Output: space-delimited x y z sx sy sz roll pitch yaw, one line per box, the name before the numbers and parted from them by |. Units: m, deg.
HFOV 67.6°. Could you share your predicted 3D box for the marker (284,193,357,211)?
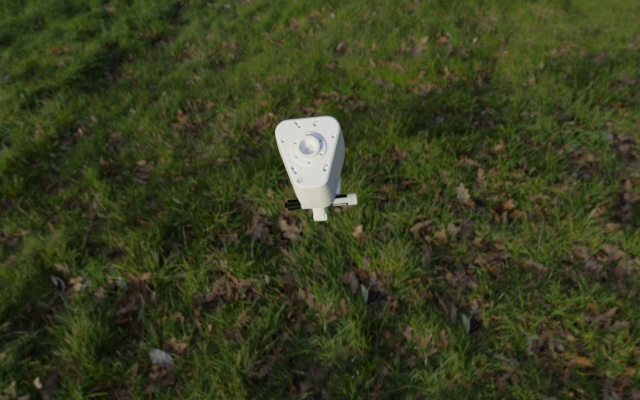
marker | 0.000 0.003 0.796 0.121 0.020 0.020 -6 0 3
